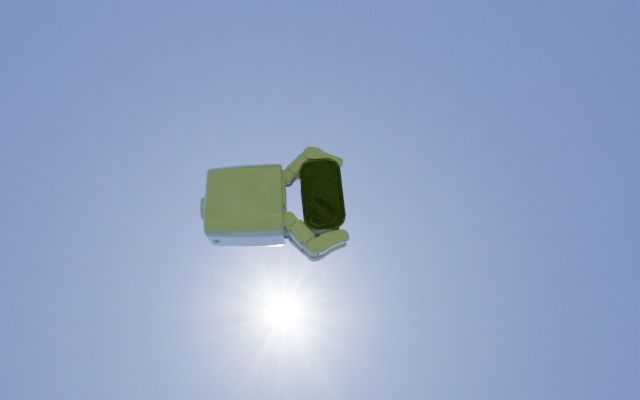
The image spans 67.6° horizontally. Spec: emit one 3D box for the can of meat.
[{"bbox_3d":[0.000,0.002,0.685,0.057,0.102,0.084,-5,-17,-5],"label":"can of meat"}]
